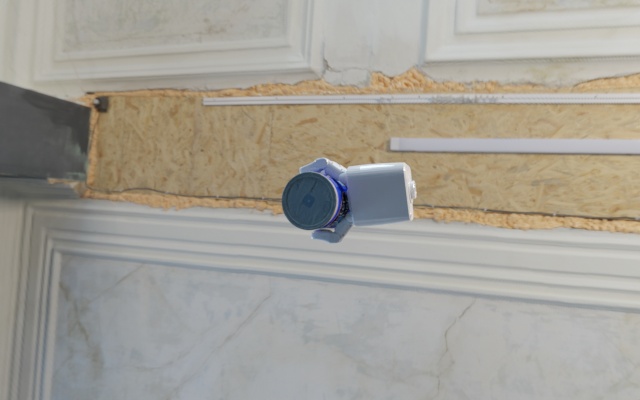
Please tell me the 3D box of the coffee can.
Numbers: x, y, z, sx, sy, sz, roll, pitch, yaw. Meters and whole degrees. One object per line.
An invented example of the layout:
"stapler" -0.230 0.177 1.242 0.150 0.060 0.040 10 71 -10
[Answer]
"coffee can" 0.000 0.003 0.896 0.103 0.103 0.140 0 -2 17
